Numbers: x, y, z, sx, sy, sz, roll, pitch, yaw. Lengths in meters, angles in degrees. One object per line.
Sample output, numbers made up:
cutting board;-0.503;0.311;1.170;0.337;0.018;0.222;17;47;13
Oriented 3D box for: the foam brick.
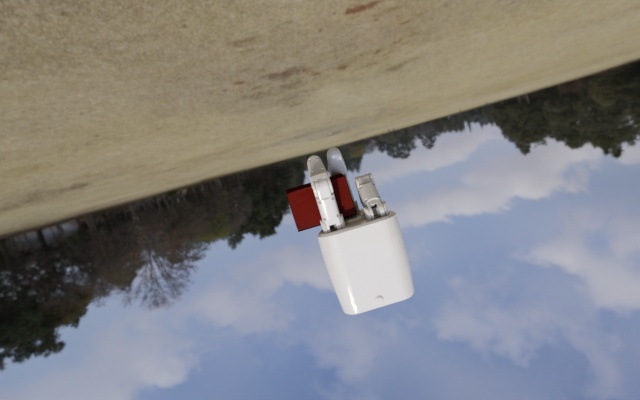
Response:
foam brick;0.000;0.002;0.603;0.078;0.051;0.053;-16;8;0
